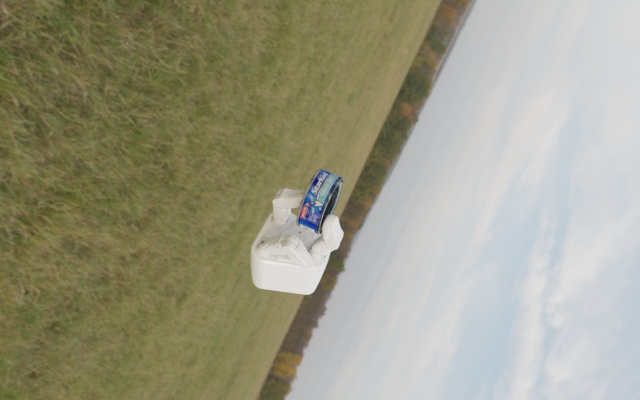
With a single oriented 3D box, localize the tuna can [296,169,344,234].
[{"bbox_3d":[0.001,0.002,0.653,0.034,0.086,0.086,23,4,10],"label":"tuna can"}]
